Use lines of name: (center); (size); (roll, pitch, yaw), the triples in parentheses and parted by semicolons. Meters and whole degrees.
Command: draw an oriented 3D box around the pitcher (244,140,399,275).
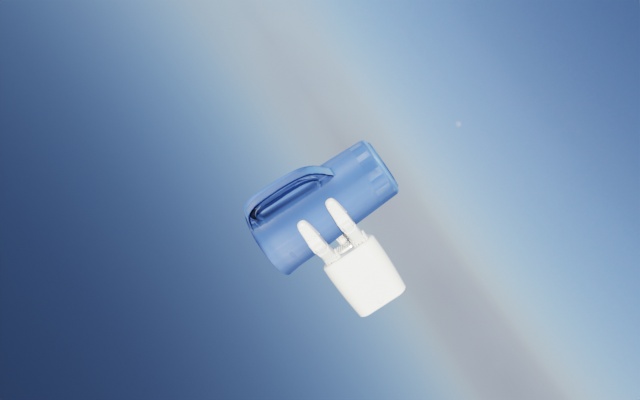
pitcher: (0.000, 0.003, 0.794); (0.243, 0.145, 0.149); (-34, 4, 6)
